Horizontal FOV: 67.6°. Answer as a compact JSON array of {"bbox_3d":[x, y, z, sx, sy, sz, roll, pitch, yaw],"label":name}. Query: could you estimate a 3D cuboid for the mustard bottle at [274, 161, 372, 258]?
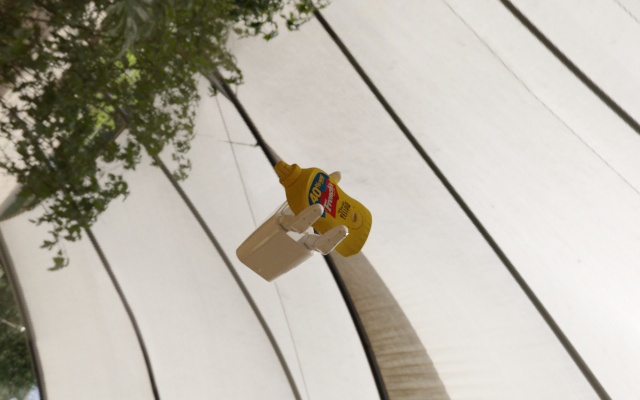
[{"bbox_3d":[0.001,0.003,0.776,0.192,0.096,0.058,41,-39,-22],"label":"mustard bottle"}]
